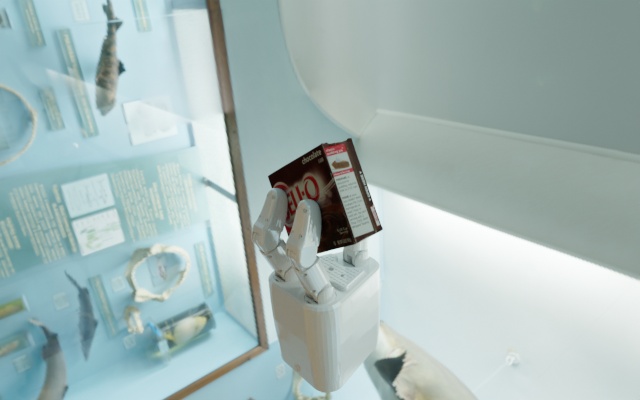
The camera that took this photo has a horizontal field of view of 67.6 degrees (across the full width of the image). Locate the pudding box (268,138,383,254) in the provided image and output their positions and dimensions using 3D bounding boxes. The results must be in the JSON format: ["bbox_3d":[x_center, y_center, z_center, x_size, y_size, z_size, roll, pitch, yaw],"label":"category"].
[{"bbox_3d":[0.000,0.001,0.450,0.039,0.090,0.113,-18,-2,-35],"label":"pudding box"}]
